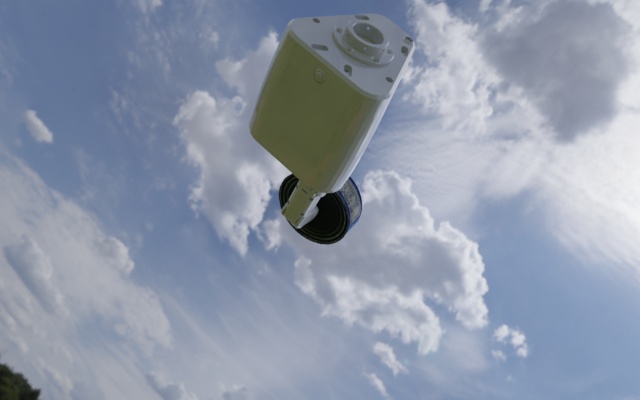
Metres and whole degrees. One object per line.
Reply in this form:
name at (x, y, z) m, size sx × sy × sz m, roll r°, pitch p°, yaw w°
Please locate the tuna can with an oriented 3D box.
tuna can at (0.000, 0.001, 0.501) m, size 0.086 × 0.086 × 0.033 m, roll 0°, pitch 29°, yaw 38°
